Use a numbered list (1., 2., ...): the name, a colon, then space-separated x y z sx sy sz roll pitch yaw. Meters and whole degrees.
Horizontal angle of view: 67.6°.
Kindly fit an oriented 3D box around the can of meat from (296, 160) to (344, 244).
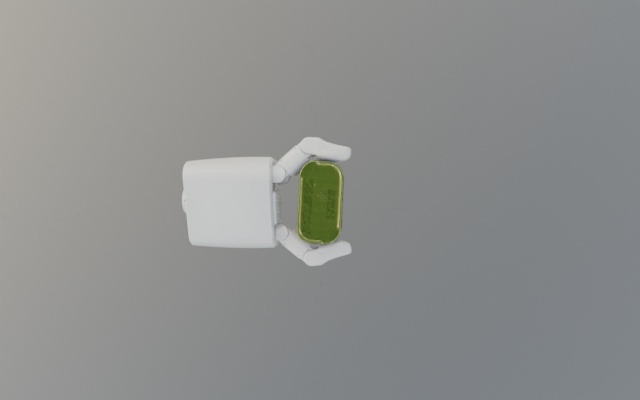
1. can of meat: 0.000 0.002 0.586 0.057 0.102 0.084 2 1 1
